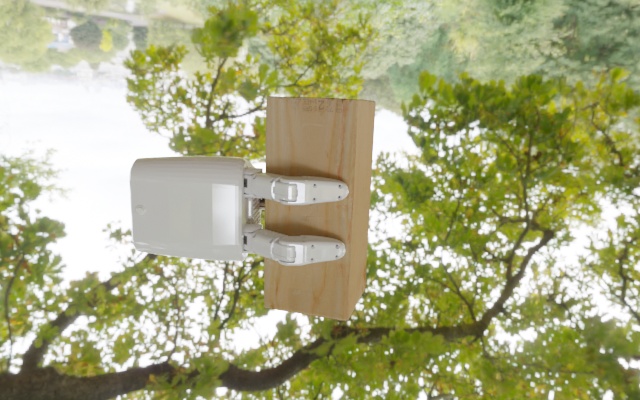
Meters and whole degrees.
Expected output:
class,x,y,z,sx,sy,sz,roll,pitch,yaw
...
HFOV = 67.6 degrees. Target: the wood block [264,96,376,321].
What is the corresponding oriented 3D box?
class,x,y,z,sx,sy,sz,roll,pitch,yaw
wood block,0.000,0.002,0.484,0.090,0.206,0.091,5,12,15
